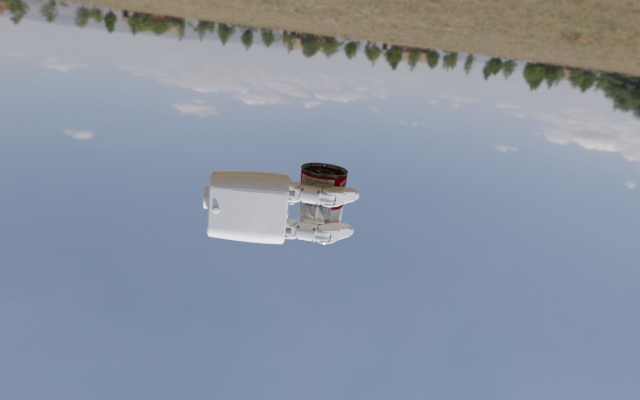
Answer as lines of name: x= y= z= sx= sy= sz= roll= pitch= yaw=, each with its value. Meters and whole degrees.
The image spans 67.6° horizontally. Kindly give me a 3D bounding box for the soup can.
soup can: x=0.001 y=0.003 z=0.700 sx=0.068 sy=0.102 sz=0.068 roll=6 pitch=18 yaw=-2
